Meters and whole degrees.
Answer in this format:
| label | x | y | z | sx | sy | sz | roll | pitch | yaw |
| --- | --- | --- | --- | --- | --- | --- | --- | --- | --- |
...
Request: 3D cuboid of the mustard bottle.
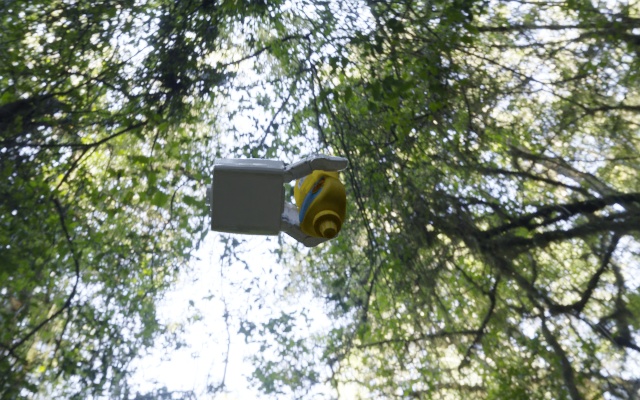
| label | x | y | z | sx | sy | sz | roll | pitch | yaw |
| --- | --- | --- | --- | --- | --- | --- | --- | --- | --- |
| mustard bottle | 0.000 | 0.002 | 0.744 | 0.058 | 0.096 | 0.191 | 26 | 20 | -19 |
